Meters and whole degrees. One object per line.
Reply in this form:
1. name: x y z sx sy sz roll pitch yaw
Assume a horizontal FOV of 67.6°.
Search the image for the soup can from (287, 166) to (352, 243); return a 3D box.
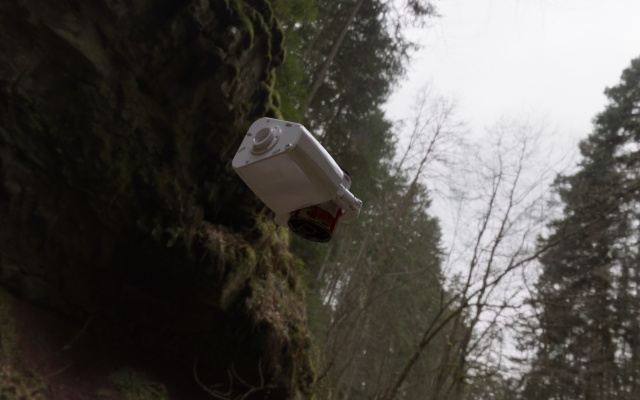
1. soup can: 0.001 0.002 0.714 0.068 0.102 0.068 17 -27 9
